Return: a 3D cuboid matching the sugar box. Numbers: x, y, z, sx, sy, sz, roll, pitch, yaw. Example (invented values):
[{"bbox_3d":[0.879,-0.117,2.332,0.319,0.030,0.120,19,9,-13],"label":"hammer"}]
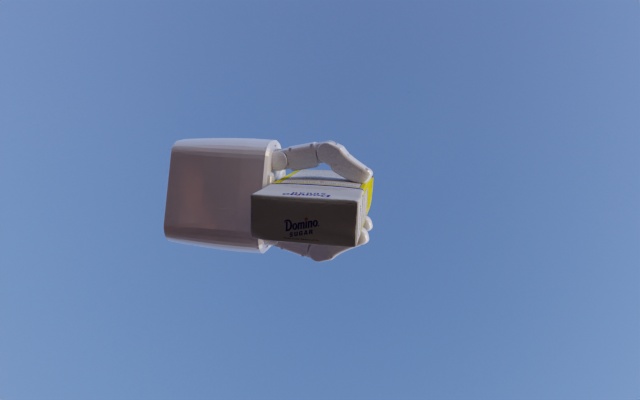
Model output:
[{"bbox_3d":[0.000,0.002,0.475,0.093,0.048,0.176,4,13,10],"label":"sugar box"}]
